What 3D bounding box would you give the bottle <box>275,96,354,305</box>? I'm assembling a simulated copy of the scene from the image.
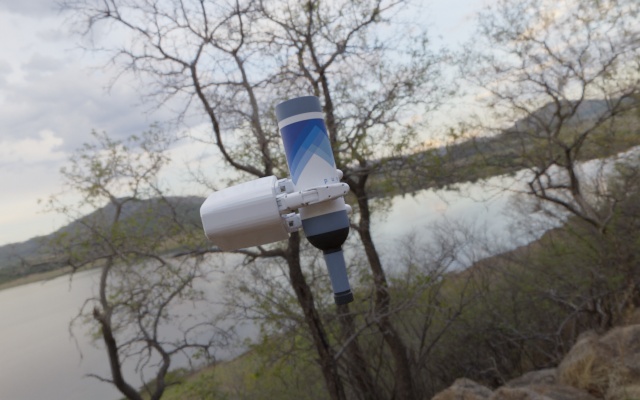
[{"bbox_3d":[0.000,0.002,0.685,0.069,0.295,0.069,-14,-2,-1],"label":"bottle"}]
